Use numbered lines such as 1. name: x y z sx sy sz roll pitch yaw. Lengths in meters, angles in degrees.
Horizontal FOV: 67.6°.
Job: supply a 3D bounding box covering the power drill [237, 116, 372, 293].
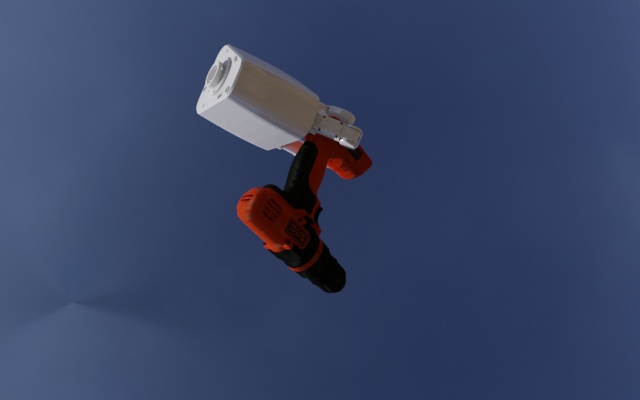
1. power drill: 0.000 0.001 0.608 0.057 0.187 0.184 -5 -42 43
